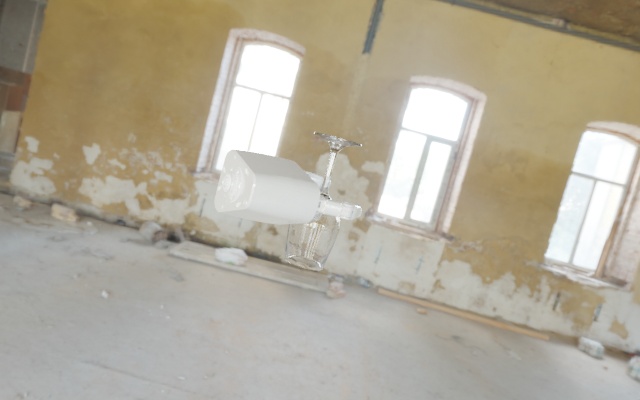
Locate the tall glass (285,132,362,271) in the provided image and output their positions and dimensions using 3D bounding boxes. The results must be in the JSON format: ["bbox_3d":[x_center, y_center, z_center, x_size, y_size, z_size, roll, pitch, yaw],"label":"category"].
[{"bbox_3d":[0.000,0.002,0.731,0.079,0.201,0.079,15,5,-1],"label":"tall glass"}]
